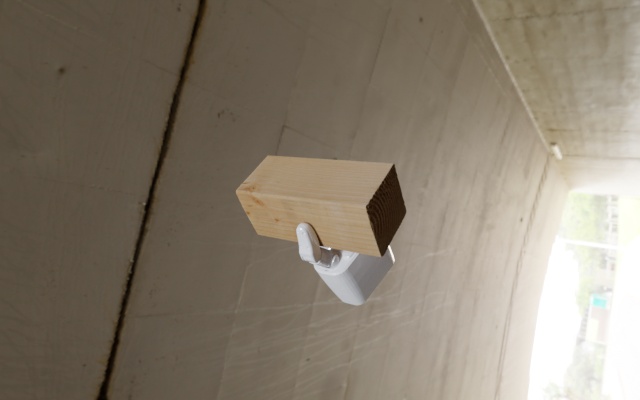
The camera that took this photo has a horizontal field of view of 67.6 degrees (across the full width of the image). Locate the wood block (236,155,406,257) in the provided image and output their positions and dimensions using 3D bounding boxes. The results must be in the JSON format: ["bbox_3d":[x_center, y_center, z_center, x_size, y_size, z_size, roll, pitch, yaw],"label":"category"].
[{"bbox_3d":[0.000,0.003,0.660,0.206,0.090,0.090,6,44,33],"label":"wood block"}]
